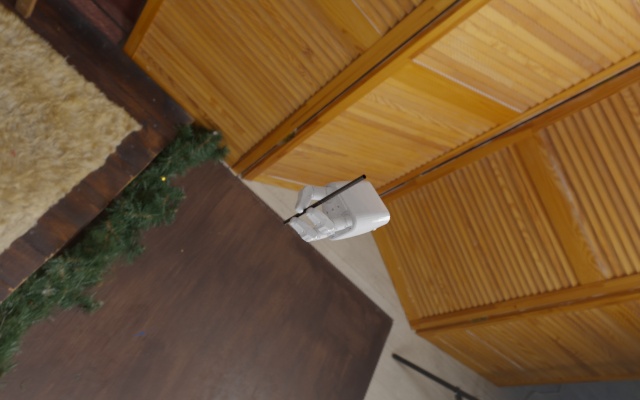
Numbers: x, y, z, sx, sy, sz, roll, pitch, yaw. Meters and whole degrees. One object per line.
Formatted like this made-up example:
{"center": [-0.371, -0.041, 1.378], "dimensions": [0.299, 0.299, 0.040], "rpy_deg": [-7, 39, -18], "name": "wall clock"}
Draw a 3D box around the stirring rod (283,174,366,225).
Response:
{"center": [0.000, 0.003, 0.860], "dimensions": [0.011, 0.011, 0.239], "rpy_deg": [0, -20, -39], "name": "stirring rod"}
